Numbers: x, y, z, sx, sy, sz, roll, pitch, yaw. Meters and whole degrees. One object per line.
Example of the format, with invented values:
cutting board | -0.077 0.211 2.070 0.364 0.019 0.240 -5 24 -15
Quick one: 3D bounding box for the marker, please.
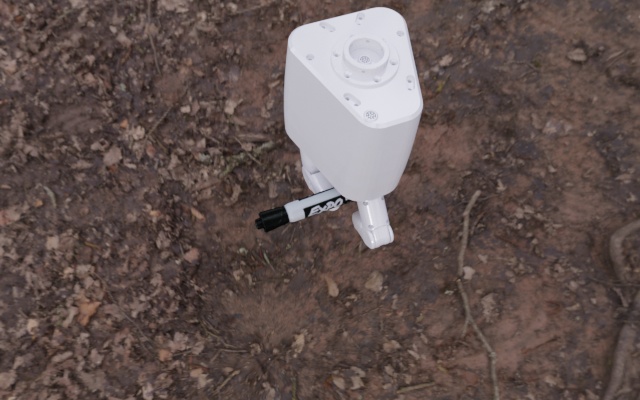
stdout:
marker | 0.000 0.001 0.424 0.121 0.020 0.020 -19 4 -12
